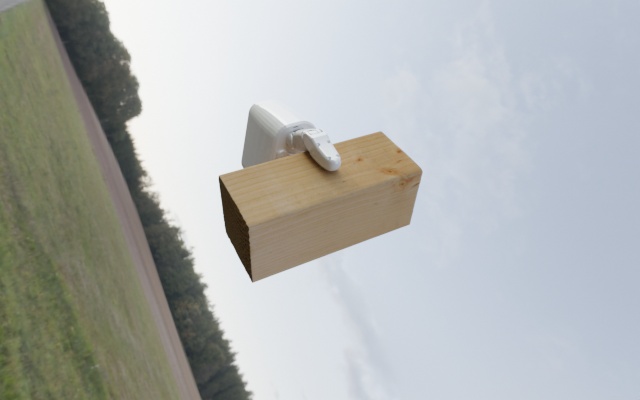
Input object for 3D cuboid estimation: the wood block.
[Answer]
[{"bbox_3d":[0.000,0.001,0.545,0.206,0.091,0.090,-18,46,-21],"label":"wood block"}]
